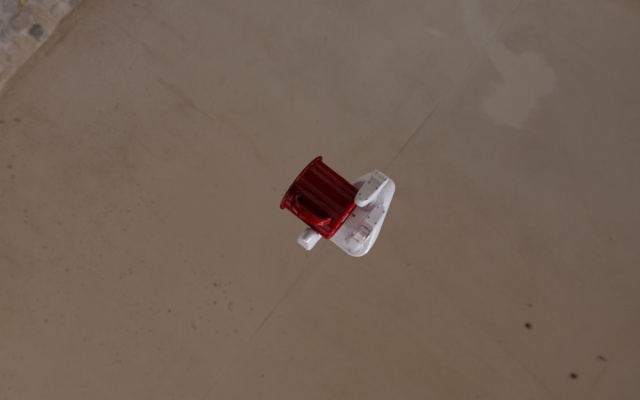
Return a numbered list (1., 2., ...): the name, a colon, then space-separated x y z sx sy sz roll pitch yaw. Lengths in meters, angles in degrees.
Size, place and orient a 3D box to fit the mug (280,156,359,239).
1. mug: 0.000 0.003 0.647 0.081 0.093 0.117 38 23 7
